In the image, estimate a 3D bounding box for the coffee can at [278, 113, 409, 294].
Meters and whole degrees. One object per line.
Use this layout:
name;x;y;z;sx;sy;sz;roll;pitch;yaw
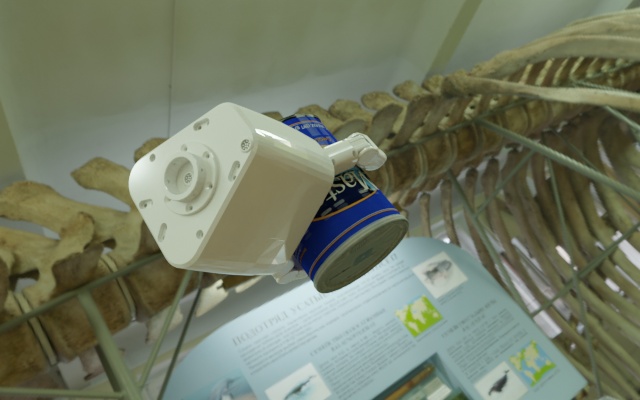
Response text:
coffee can;0.000;0.002;0.455;0.103;0.140;0.103;-31;-25;-16
